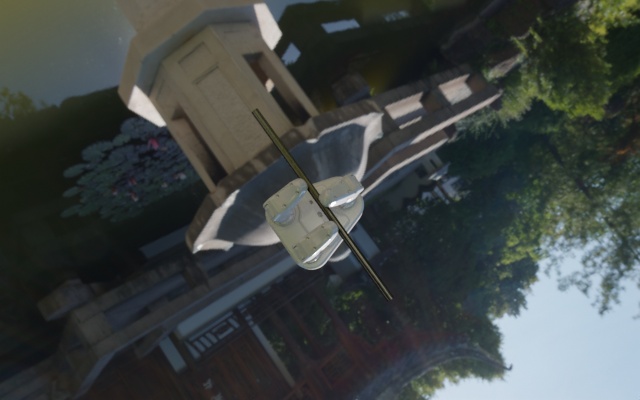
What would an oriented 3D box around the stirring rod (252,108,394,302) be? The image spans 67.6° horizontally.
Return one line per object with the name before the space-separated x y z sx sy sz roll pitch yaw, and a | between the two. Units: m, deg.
stirring rod | 0.000 0.001 0.491 0.011 0.239 0.011 -35 -8 -5
